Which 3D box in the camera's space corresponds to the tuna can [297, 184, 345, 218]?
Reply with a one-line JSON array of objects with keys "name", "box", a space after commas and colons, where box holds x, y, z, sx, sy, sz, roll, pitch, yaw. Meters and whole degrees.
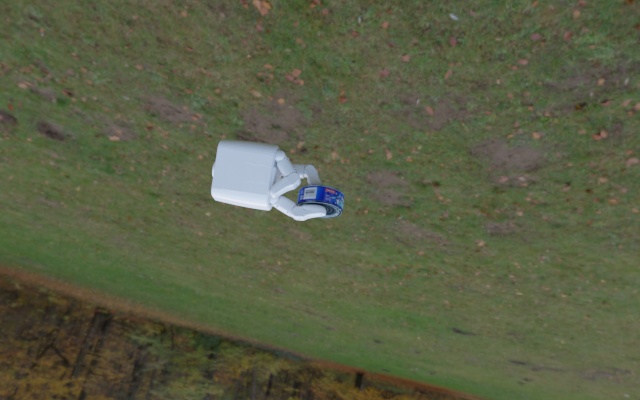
[{"name": "tuna can", "box": [0.000, 0.003, 0.874, 0.086, 0.033, 0.086, 7, -21, 3]}]
